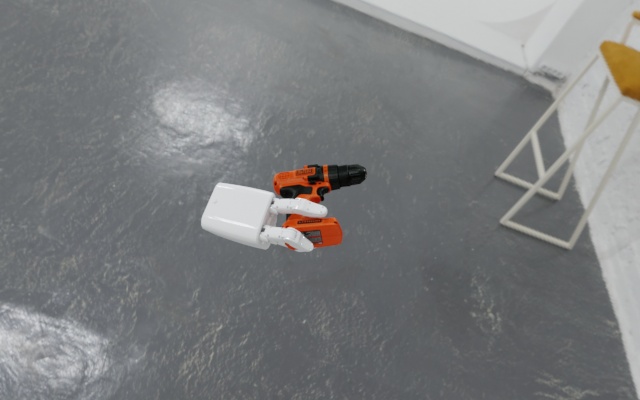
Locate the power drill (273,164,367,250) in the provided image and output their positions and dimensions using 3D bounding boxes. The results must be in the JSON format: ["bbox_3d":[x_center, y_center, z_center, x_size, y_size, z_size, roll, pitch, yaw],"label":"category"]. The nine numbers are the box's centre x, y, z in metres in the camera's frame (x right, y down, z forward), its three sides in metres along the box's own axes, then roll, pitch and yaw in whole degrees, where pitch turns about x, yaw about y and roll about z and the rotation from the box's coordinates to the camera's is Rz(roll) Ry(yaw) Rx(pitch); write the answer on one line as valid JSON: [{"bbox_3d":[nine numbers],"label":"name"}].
[{"bbox_3d":[0.000,0.003,0.886,0.184,0.057,0.187,-8,39,6],"label":"power drill"}]
